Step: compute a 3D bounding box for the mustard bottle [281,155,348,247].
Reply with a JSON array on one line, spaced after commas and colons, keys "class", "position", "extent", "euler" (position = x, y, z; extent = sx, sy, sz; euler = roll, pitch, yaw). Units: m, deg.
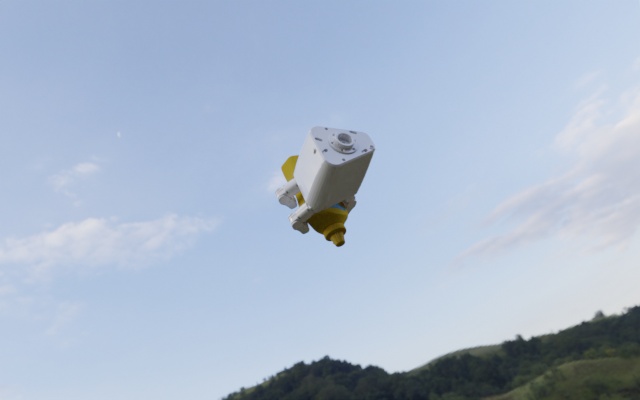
[{"class": "mustard bottle", "position": [0.000, 0.003, 0.875], "extent": [0.096, 0.191, 0.058], "euler": [12, -48, -44]}]
